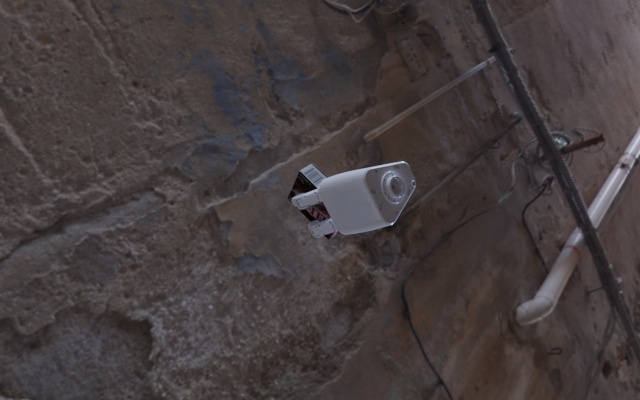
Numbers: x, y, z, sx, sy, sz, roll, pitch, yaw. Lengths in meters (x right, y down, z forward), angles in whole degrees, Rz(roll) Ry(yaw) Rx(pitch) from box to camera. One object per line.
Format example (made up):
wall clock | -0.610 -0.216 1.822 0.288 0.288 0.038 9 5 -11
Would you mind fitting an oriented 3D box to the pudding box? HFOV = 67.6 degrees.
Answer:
pudding box | 0.000 0.003 0.843 0.039 0.113 0.090 -35 -16 -35
